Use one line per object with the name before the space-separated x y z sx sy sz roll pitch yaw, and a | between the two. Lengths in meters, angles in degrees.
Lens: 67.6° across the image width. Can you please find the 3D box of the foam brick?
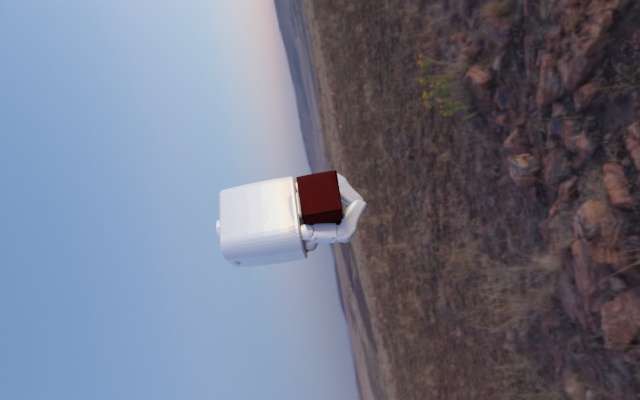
foam brick | 0.000 0.002 0.616 0.051 0.053 0.078 -8 -19 0
